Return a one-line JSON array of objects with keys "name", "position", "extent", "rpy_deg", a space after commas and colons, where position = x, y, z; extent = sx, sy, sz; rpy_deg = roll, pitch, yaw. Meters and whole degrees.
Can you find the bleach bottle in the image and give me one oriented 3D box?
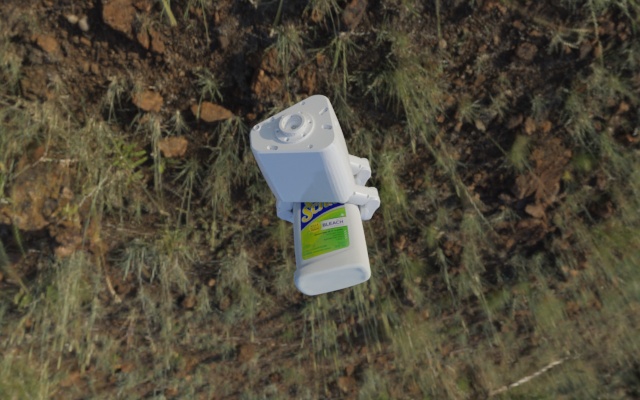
[{"name": "bleach bottle", "position": [0.000, 0.002, 0.686], "extent": [0.102, 0.250, 0.068], "rpy_deg": [-16, -35, 8]}]
